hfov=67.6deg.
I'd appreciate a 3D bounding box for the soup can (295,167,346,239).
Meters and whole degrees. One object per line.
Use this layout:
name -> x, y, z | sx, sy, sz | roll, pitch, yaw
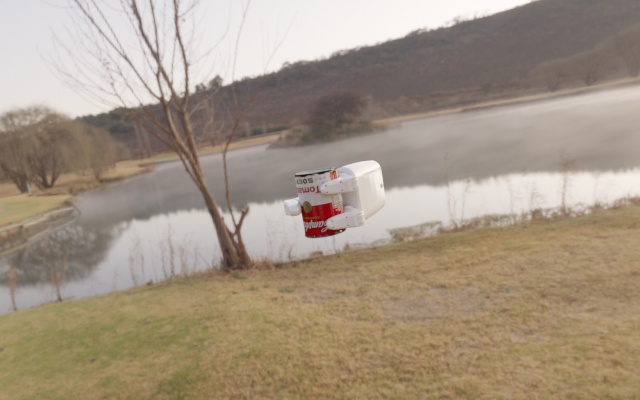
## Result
soup can -> 0.000, 0.002, 0.761 | 0.068, 0.102, 0.068 | -9, 9, 1
